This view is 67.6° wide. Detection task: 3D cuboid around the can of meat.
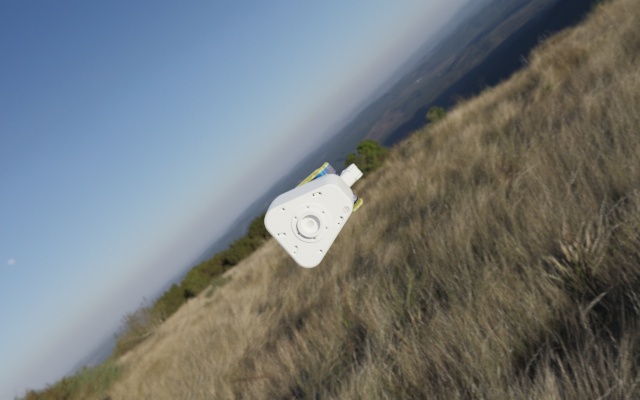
[{"bbox_3d":[0.000,0.002,0.747,0.102,0.084,0.057,-40,5,10],"label":"can of meat"}]
